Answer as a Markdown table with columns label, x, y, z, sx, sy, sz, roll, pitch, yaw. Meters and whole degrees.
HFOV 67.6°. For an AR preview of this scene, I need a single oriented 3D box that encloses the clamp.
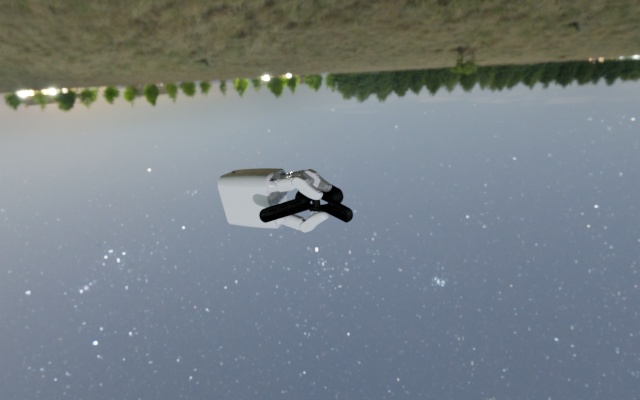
| label | x | y | z | sx | sy | sz | roll | pitch | yaw |
| --- | --- | --- | --- | --- | --- | --- | --- | --- | --- |
| clamp | 0.000 | 0.004 | 0.898 | 0.164 | 0.036 | 0.210 | 2 | 16 | 19 |
